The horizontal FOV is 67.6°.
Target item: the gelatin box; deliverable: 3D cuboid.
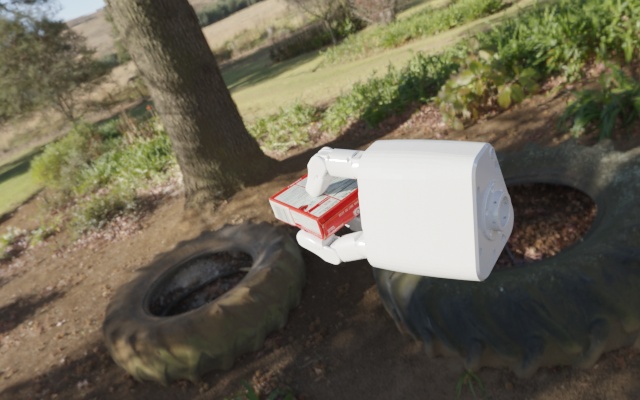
[{"bbox_3d":[0.000,0.001,0.516,0.073,0.030,0.089,-35,35,-28],"label":"gelatin box"}]
